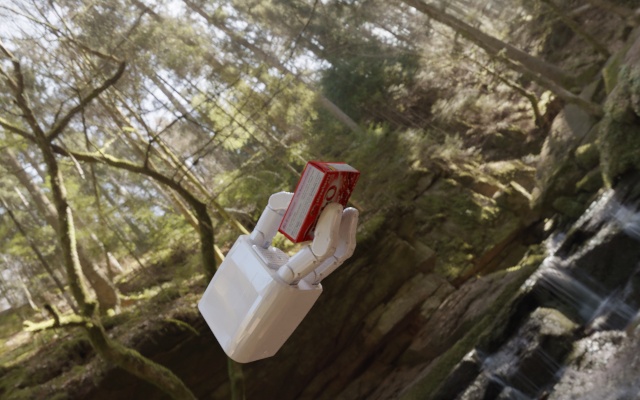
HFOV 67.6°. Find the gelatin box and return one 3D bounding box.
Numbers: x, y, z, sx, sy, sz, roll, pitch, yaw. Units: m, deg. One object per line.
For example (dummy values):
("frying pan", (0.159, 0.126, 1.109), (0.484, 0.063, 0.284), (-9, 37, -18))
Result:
("gelatin box", (0.000, 0.001, 0.528), (0.030, 0.089, 0.073), (33, 19, 28))
